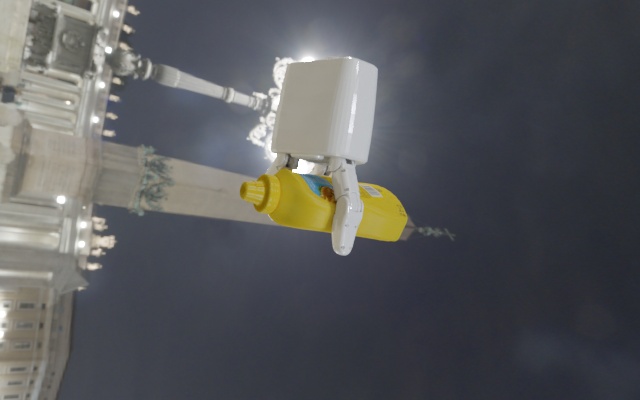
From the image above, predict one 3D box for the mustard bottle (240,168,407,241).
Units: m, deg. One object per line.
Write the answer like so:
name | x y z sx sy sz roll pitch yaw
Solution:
mustard bottle | 0.000 0.002 0.537 0.191 0.058 0.096 10 23 -34
